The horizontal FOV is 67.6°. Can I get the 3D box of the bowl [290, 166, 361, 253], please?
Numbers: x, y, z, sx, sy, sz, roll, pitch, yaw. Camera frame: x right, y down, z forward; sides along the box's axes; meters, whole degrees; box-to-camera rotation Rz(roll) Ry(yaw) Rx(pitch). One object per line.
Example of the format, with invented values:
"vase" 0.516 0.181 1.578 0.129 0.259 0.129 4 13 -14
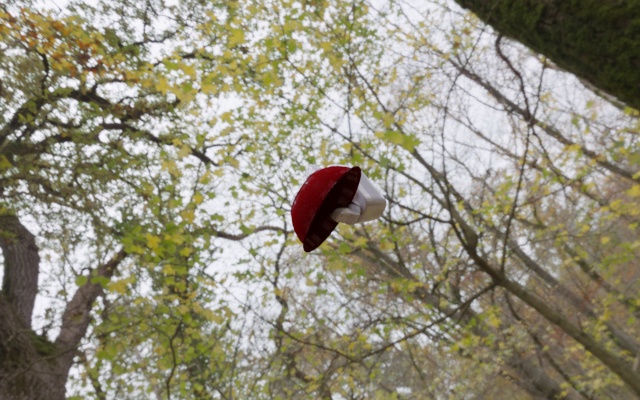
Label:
"bowl" -0.001 0.002 0.770 0.055 0.162 0.162 32 10 16
